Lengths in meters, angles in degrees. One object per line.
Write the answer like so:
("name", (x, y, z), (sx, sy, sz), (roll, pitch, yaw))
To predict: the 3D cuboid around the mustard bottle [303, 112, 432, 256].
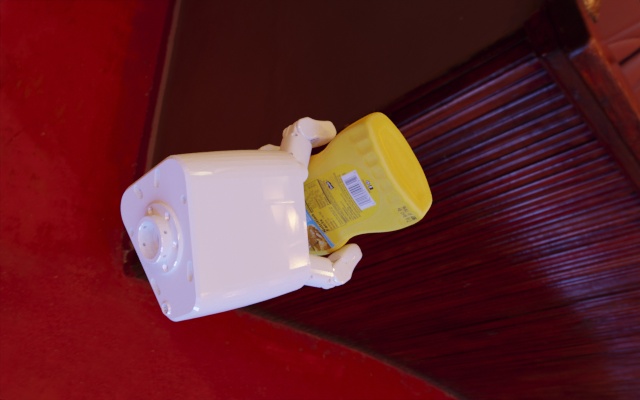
("mustard bottle", (0.000, 0.001, 0.447), (0.192, 0.096, 0.058), (-25, 11, 38))
